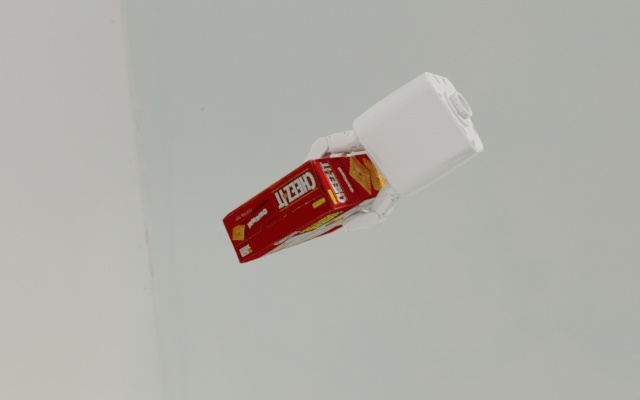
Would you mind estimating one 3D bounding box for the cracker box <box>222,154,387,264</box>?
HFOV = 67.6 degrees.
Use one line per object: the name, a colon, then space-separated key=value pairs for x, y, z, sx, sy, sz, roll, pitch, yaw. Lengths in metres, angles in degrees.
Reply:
cracker box: x=0.000 y=0.002 z=0.646 sx=0.164 sy=0.072 sz=0.213 roll=-32 pitch=-10 yaw=32
